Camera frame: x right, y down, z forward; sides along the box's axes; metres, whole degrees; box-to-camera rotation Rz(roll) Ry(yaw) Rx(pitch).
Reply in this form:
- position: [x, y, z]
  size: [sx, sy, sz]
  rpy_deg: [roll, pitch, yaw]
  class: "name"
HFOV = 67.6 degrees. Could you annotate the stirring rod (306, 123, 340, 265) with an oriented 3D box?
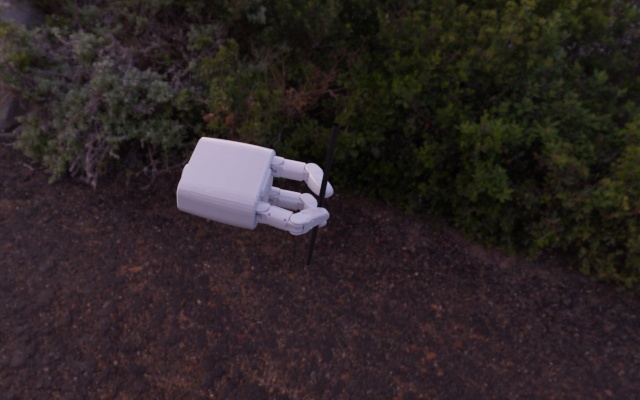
- position: [0.000, 0.002, 0.641]
  size: [0.011, 0.240, 0.011]
  rpy_deg: [7, 39, -6]
  class: "stirring rod"
